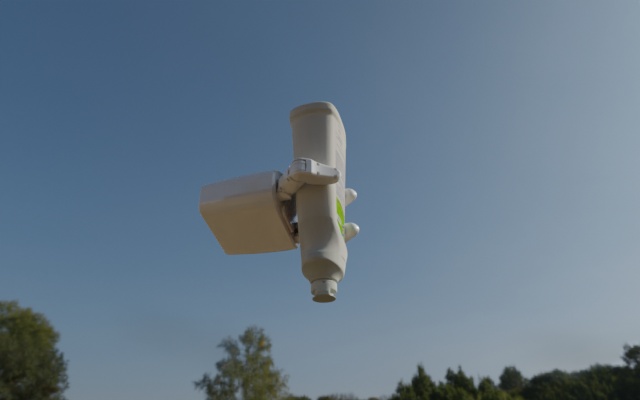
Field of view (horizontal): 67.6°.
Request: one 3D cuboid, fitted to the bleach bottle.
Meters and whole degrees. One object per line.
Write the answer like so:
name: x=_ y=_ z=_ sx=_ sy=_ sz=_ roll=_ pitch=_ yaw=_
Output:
bleach bottle: x=0.000 y=0.002 z=0.609 sx=0.068 sy=0.250 sz=0.103 roll=-9 pitch=-31 yaw=14
